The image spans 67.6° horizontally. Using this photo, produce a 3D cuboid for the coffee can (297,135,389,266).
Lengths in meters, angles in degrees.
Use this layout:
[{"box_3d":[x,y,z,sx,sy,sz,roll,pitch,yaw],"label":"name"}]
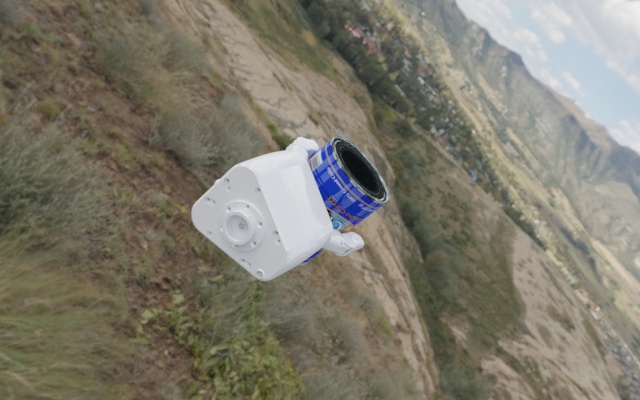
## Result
[{"box_3d":[0.000,0.002,0.601,0.140,0.102,0.103,-39,-18,24],"label":"coffee can"}]
